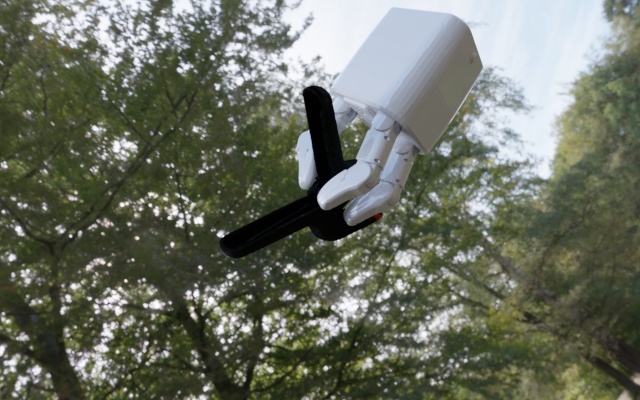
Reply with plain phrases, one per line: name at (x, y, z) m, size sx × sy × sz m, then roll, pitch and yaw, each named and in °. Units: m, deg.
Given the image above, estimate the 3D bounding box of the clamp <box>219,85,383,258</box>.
clamp at (0.000, 0.001, 0.479) m, size 0.036 × 0.164 × 0.210 m, roll 36°, pitch 2°, yaw 33°
